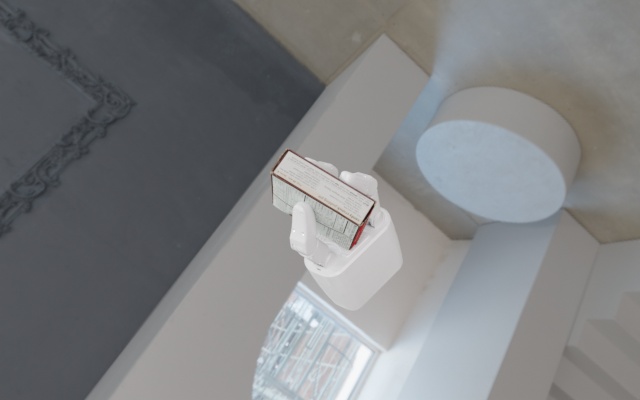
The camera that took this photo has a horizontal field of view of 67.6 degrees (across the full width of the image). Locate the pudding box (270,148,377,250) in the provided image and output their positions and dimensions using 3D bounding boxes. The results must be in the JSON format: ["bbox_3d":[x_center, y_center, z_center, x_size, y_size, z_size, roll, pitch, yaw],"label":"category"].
[{"bbox_3d":[0.000,0.002,0.527,0.113,0.039,0.090,30,-22,7],"label":"pudding box"}]
